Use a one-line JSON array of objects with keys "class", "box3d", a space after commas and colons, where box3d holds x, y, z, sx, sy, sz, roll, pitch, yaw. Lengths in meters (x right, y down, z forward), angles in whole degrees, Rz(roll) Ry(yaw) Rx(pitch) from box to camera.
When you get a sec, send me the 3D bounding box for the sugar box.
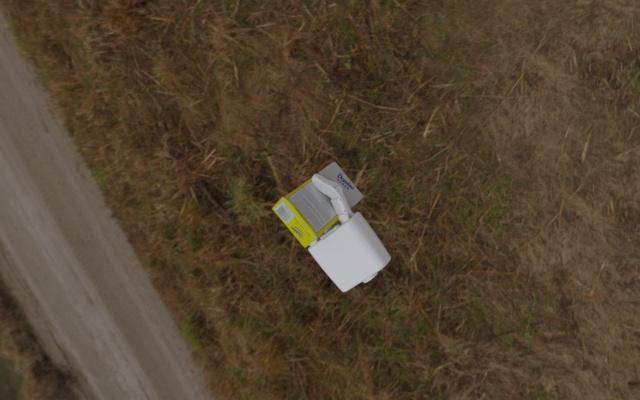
[{"class": "sugar box", "box3d": [0.000, 0.003, 0.880, 0.048, 0.093, 0.176, -41, -2, 39]}]
